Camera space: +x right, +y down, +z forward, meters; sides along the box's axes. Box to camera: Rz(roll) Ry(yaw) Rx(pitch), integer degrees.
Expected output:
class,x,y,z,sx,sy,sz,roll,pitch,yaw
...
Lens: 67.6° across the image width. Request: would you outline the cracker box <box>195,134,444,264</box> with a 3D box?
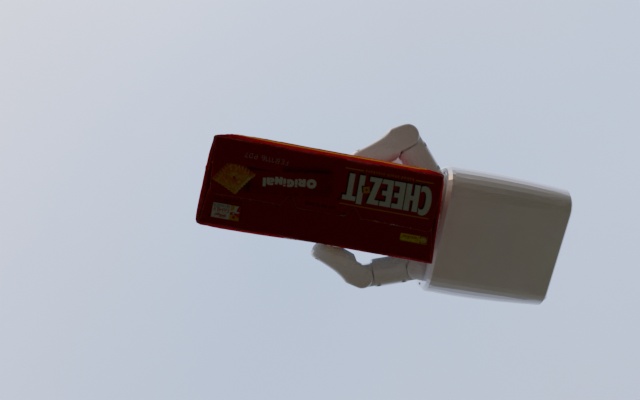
class,x,y,z,sx,sy,sz,roll,pitch,yaw
cracker box,0.000,0.002,0.425,0.164,0.072,0.214,9,-3,0
